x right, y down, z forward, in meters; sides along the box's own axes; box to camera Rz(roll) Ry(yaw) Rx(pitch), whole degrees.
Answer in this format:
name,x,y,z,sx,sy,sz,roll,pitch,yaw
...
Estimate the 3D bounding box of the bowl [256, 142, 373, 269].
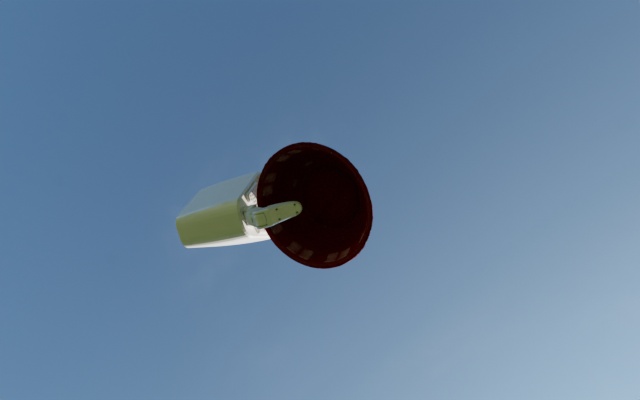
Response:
name,x,y,z,sx,sy,sz,roll,pitch,yaw
bowl,0.001,0.002,0.606,0.162,0.162,0.055,0,15,29
